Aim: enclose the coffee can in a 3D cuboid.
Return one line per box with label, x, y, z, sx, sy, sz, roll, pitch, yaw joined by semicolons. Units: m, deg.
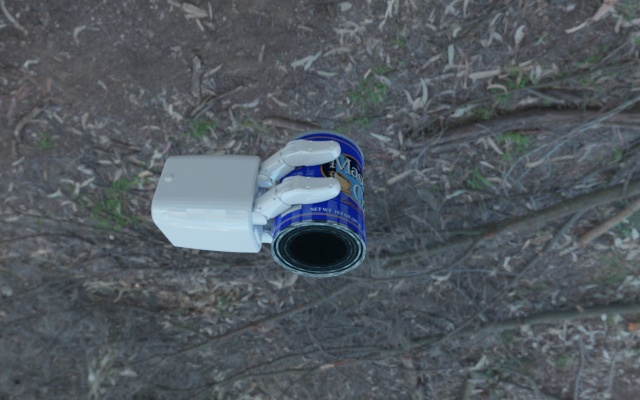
coffee can;0.000;0.002;0.554;0.103;0.140;0.103;1;-41;1
